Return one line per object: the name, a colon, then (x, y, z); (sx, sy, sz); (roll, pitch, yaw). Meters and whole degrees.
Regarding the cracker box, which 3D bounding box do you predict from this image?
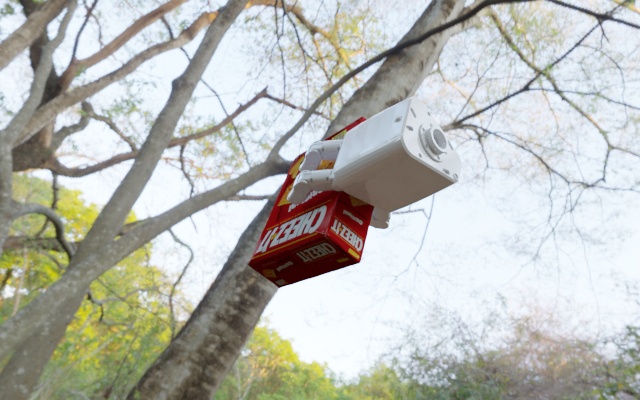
cracker box: (0.000, 0.002, 0.674); (0.072, 0.213, 0.164); (40, -42, -24)
